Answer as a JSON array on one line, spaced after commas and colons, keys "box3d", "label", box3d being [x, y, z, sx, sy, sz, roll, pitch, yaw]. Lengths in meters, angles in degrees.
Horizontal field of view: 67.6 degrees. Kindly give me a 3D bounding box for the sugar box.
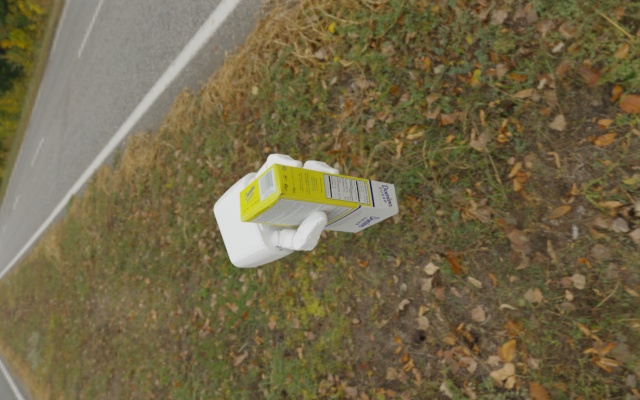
[{"box3d": [0.000, 0.001, 0.588, 0.176, 0.048, 0.093, 5, -23, -35], "label": "sugar box"}]
